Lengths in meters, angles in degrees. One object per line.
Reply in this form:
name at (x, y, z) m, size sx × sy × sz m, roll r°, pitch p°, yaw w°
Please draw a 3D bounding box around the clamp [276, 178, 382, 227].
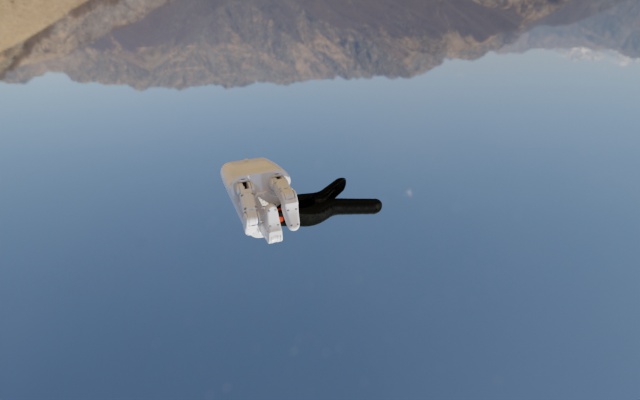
clamp at (0.000, 0.003, 0.778) m, size 0.171 × 0.039 × 0.120 m, roll -9°, pitch 21°, yaw -19°
